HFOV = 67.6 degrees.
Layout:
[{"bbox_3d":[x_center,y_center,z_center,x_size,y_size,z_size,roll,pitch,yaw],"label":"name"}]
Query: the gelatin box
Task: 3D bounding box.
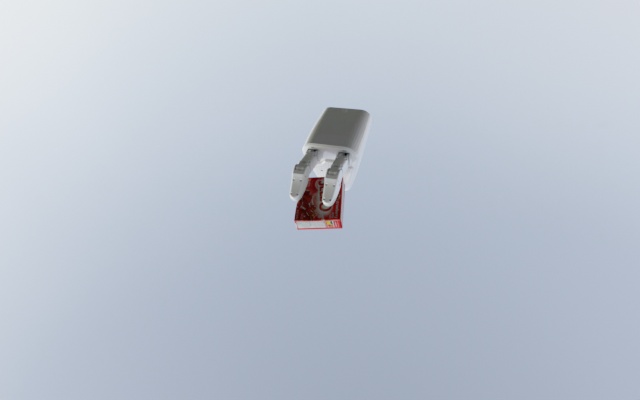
[{"bbox_3d":[0.000,0.003,0.760,0.073,0.089,0.030,-2,-37,11],"label":"gelatin box"}]
